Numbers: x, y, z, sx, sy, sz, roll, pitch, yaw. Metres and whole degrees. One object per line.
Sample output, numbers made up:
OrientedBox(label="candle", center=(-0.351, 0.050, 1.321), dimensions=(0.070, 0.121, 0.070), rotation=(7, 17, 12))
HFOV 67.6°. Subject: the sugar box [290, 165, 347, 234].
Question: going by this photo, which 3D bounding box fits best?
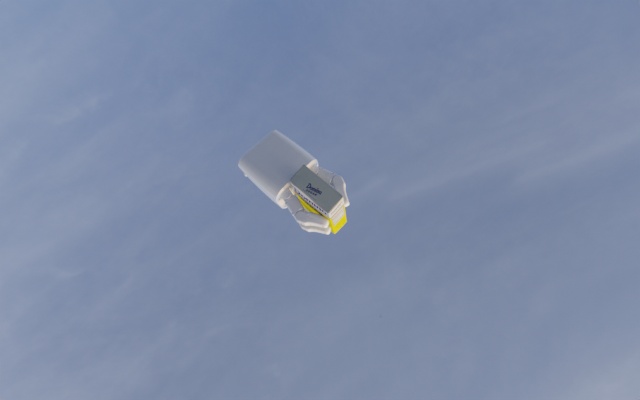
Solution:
OrientedBox(label="sugar box", center=(0.000, 0.003, 0.884), dimensions=(0.093, 0.048, 0.176), rotation=(40, -6, 15))
